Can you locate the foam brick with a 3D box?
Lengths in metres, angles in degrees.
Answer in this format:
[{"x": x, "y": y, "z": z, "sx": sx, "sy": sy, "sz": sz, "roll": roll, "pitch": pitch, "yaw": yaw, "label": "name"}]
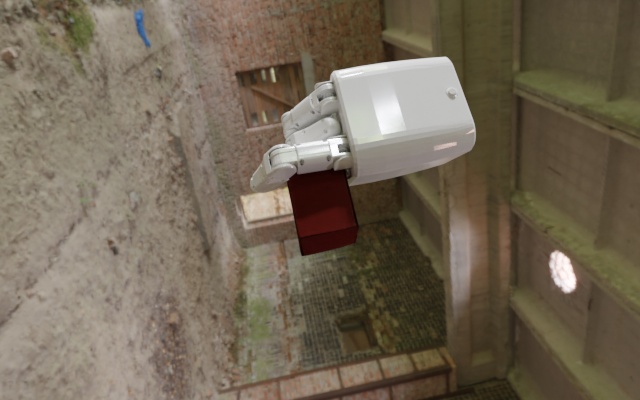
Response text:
[{"x": 0.000, "y": 0.002, "z": 0.421, "sx": 0.051, "sy": 0.078, "sz": 0.053, "roll": -11, "pitch": -21, "yaw": -4, "label": "foam brick"}]
